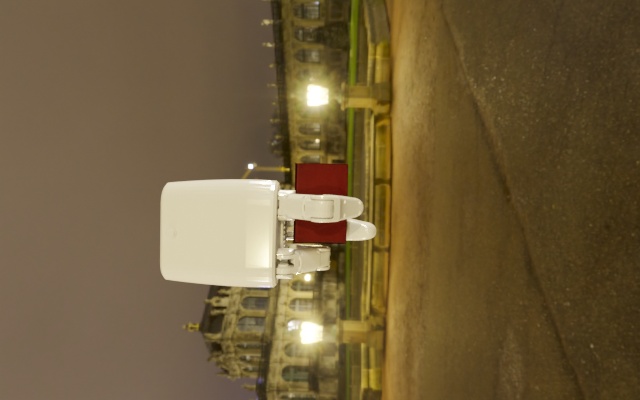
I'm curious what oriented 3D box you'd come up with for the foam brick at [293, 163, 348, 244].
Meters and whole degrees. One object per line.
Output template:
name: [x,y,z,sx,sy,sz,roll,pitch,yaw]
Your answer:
foam brick: [0.000,0.001,0.469,0.051,0.078,0.053,2,2,1]
